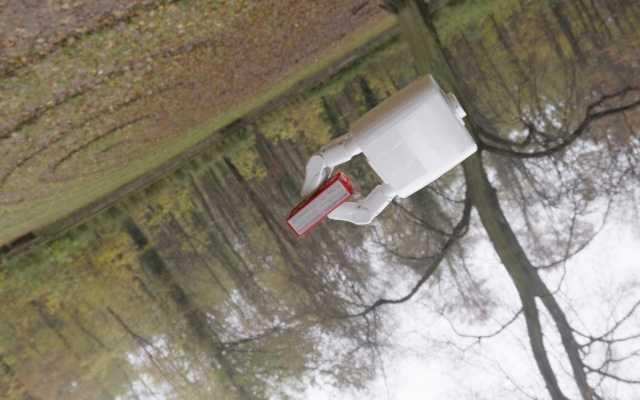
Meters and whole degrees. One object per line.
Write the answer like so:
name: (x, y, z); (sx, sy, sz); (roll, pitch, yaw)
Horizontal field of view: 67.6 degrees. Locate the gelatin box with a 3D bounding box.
gelatin box: (0.000, 0.003, 0.608); (0.089, 0.030, 0.073); (-40, 6, 8)
